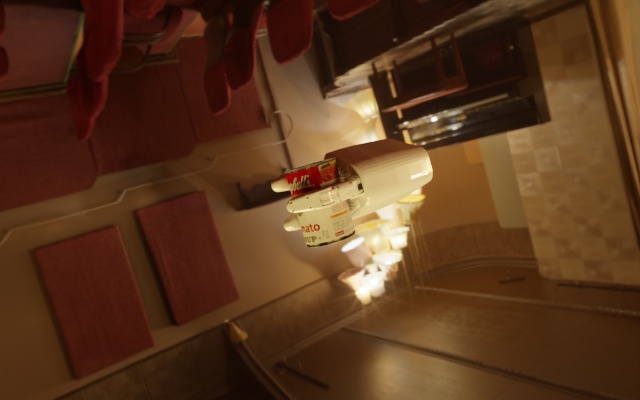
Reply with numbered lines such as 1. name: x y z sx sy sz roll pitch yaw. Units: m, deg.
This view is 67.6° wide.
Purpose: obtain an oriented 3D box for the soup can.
1. soup can: 0.000 0.002 0.616 0.068 0.102 0.068 -16 6 2
